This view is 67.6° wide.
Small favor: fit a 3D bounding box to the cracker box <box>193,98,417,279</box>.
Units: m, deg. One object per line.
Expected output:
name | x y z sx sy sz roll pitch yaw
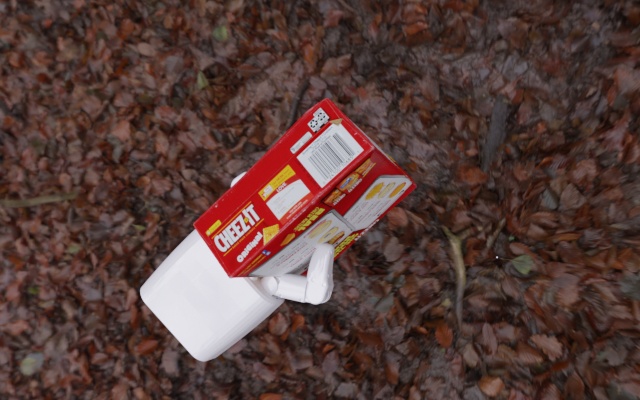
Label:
cracker box | 0.000 0.002 0.488 0.164 0.072 0.214 -43 -18 11
